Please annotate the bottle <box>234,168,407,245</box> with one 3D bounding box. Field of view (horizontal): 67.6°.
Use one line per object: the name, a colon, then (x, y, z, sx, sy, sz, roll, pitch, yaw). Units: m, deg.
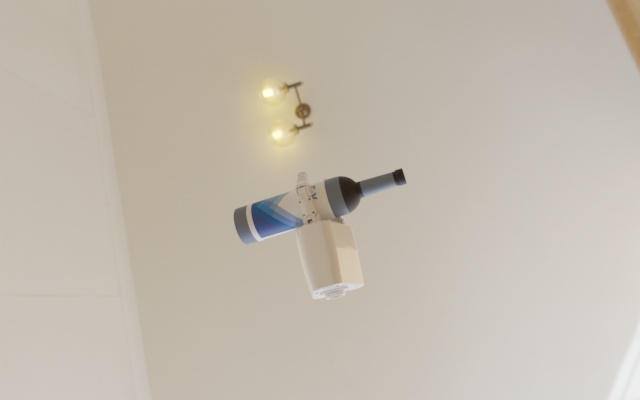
bottle: (0.000, 0.003, 0.813, 0.296, 0.069, 0.069, -17, -3, 10)
